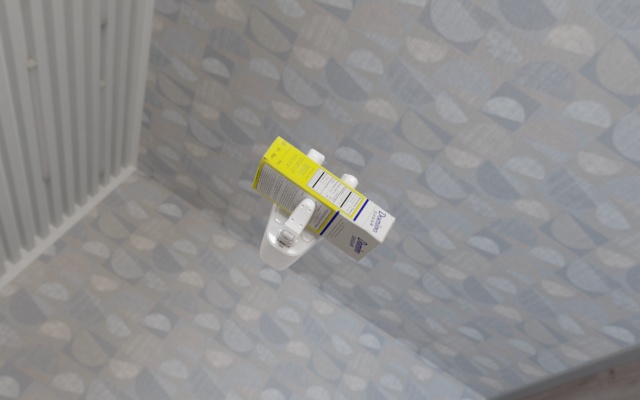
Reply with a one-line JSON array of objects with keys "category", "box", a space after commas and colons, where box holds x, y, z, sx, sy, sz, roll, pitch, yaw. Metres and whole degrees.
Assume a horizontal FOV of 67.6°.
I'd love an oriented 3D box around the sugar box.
[{"category": "sugar box", "box": [0.000, 0.002, 0.609, 0.176, 0.048, 0.093, 33, -26, -1]}]
